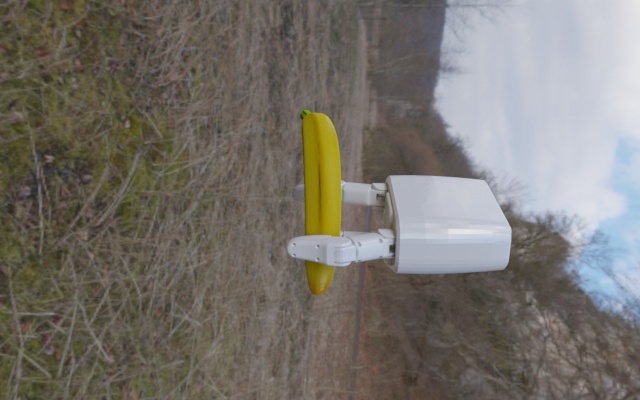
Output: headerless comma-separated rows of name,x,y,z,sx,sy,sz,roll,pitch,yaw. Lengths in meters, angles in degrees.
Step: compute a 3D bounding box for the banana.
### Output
banana,0.001,-0.004,0.475,0.037,0.197,0.069,-1,-8,-4
